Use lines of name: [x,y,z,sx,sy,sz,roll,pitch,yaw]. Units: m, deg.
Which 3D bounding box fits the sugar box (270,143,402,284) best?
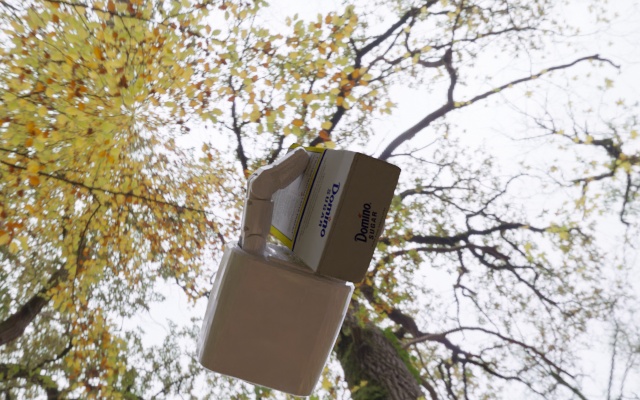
sugar box: [0.000,0.002,0.418,0.048,0.093,0.176,17,3,-23]
